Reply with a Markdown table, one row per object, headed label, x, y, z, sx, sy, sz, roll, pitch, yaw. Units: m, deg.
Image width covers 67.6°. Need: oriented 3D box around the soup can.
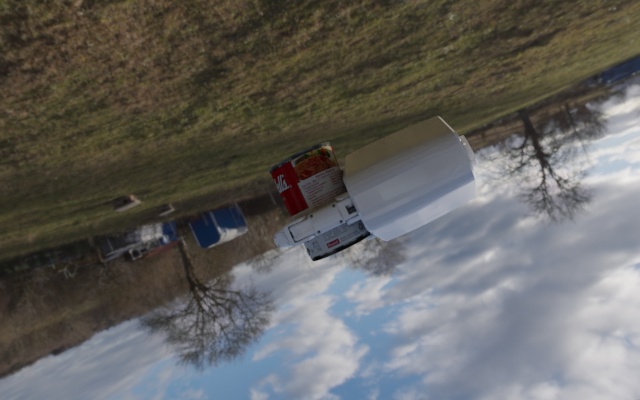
| label | x | y | z | sx | sy | sz | roll | pitch | yaw |
| --- | --- | --- | --- | --- | --- | --- | --- | --- | --- |
| soup can | 0.000 | 0.002 | 0.482 | 0.068 | 0.102 | 0.068 | -25 | -1 | -1 |
